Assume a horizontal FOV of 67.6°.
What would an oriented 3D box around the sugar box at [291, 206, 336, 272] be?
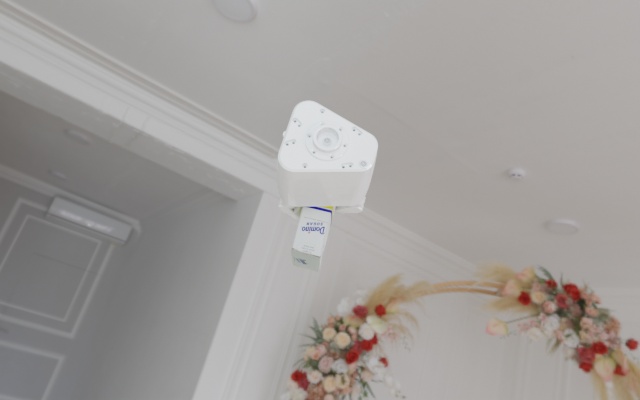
[{"bbox_3d":[0.000,0.002,0.664,0.048,0.176,0.093,15,-20,4],"label":"sugar box"}]
